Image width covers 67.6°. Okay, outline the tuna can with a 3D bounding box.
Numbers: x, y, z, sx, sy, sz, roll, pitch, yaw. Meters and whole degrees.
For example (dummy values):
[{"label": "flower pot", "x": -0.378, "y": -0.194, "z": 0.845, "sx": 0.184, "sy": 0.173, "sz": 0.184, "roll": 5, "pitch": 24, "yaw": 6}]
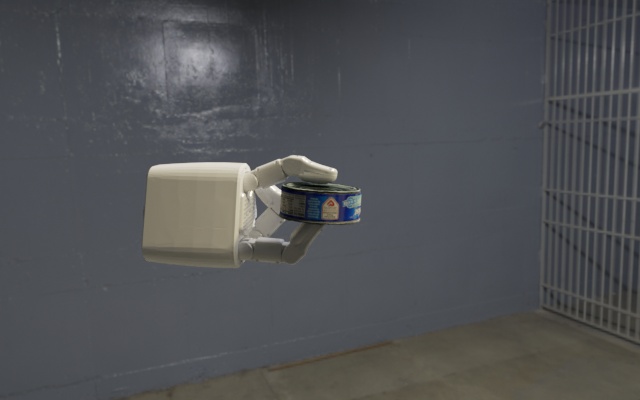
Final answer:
[{"label": "tuna can", "x": 0.000, "y": 0.001, "z": 0.502, "sx": 0.086, "sy": 0.034, "sz": 0.086, "roll": 4, "pitch": 8, "yaw": 0}]
